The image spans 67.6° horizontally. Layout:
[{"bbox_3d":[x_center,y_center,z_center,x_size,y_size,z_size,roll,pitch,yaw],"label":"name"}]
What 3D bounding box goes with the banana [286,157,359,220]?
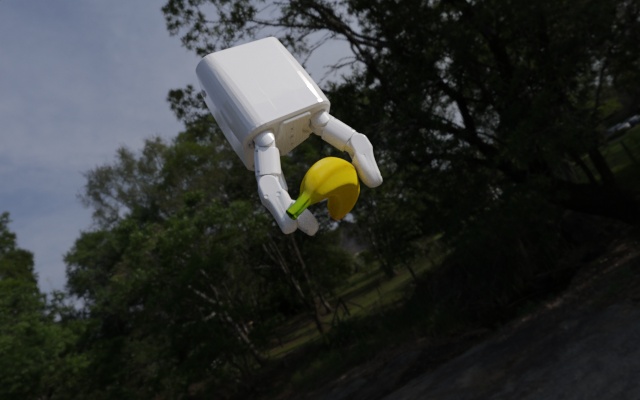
[{"bbox_3d":[0.012,-0.011,0.513,0.069,0.037,0.198,-45,-13,9],"label":"banana"}]
